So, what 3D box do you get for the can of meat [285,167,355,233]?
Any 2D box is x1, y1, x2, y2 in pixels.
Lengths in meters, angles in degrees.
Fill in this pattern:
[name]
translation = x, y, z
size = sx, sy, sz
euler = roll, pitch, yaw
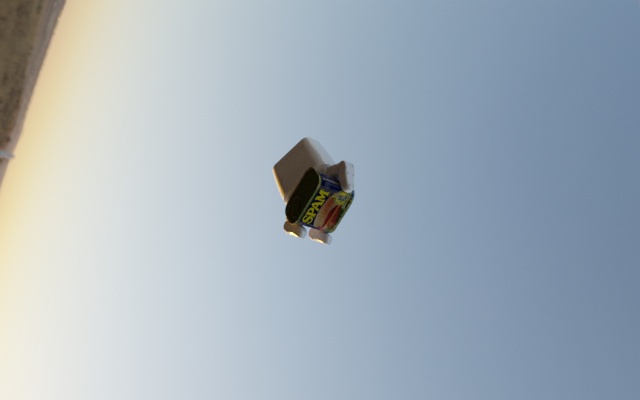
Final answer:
[can of meat]
translation = 0.000, 0.003, 0.836
size = 0.084, 0.102, 0.057
euler = 19, 23, -33
